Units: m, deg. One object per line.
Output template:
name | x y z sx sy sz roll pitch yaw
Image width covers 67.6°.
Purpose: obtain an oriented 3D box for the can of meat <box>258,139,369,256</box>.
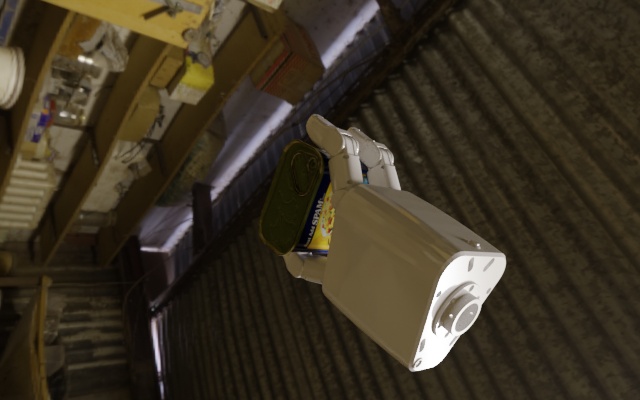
can of meat | 0.000 0.002 0.453 0.084 0.102 0.057 8 17 -43
